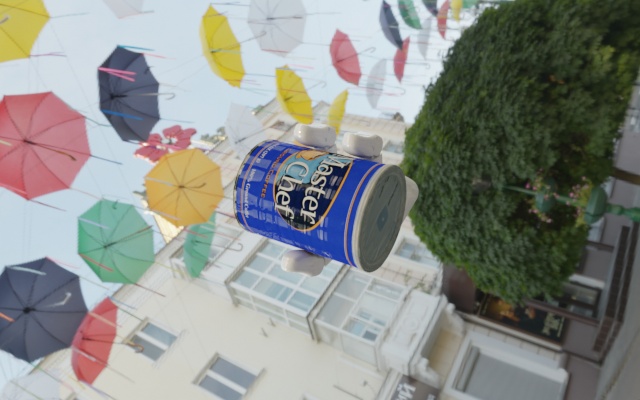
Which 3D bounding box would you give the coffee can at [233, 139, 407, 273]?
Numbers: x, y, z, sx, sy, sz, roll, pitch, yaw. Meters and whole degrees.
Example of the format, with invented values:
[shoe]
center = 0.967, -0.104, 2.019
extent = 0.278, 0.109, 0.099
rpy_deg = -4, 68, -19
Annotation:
[coffee can]
center = 0.000, 0.002, 0.472
extent = 0.140, 0.103, 0.103
rpy_deg = 15, 7, 28
